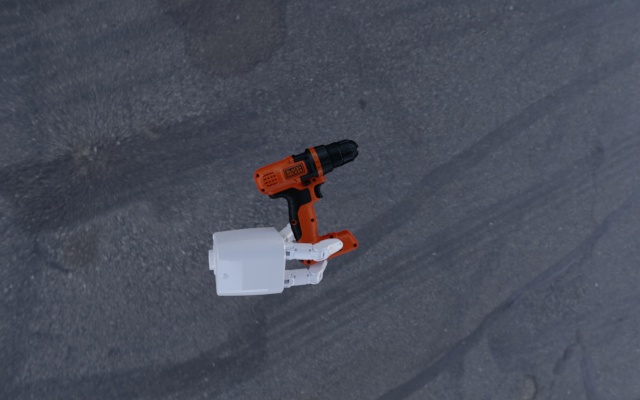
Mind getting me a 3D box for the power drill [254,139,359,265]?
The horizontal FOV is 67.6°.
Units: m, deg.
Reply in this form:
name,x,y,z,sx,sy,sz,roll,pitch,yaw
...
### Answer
name,x,y,z,sx,sy,sz,roll,pitch,yaw
power drill,0.000,0.003,0.817,0.184,0.187,0.057,-20,7,-4
